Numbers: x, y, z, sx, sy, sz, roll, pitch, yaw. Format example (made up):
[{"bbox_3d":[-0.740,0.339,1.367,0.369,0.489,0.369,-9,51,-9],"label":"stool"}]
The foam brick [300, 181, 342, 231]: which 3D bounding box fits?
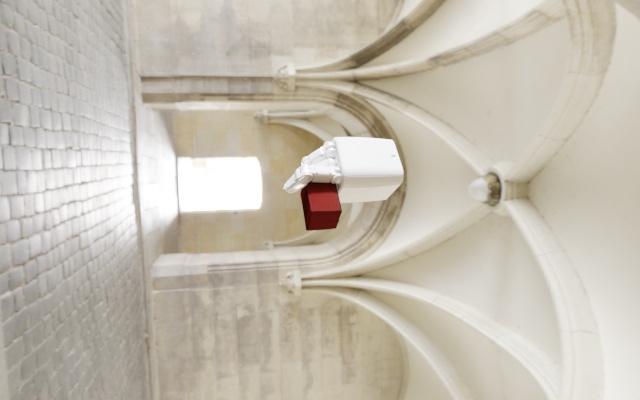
[{"bbox_3d":[0.000,0.003,0.777,0.051,0.078,0.053,0,-36,-13],"label":"foam brick"}]
